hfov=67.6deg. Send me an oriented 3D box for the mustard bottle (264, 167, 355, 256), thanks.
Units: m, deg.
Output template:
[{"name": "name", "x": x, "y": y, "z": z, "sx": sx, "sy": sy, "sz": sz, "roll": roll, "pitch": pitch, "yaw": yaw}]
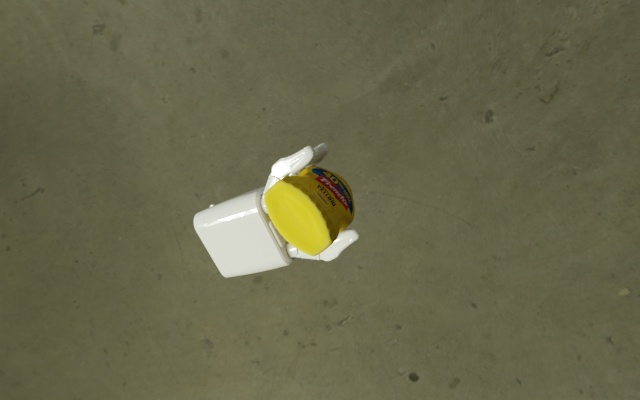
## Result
[{"name": "mustard bottle", "x": 0.000, "y": 0.002, "z": 0.626, "sx": 0.058, "sy": 0.096, "sz": 0.191, "roll": -42, "pitch": -2, "yaw": 21}]
